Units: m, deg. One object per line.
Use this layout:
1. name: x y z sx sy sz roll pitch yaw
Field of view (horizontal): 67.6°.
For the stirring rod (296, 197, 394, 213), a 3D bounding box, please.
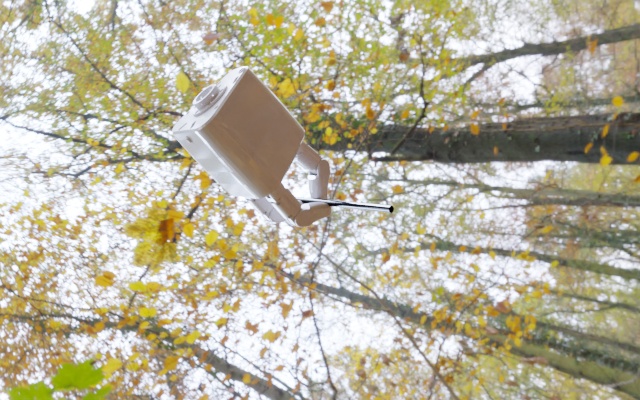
1. stirring rod: 0.000 0.002 0.600 0.011 0.011 0.239 0 3 -39
